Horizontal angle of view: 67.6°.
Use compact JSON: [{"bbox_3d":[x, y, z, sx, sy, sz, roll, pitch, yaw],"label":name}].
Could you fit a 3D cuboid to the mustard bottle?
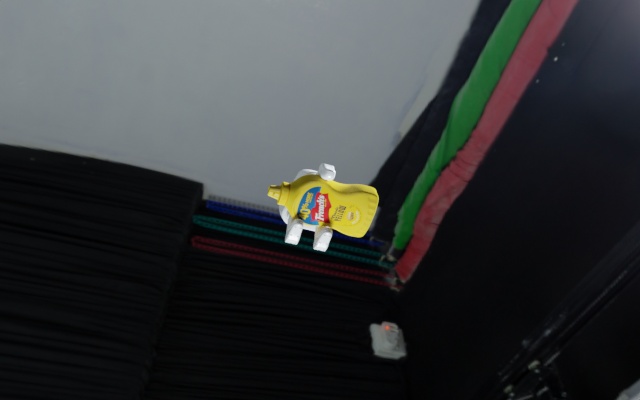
[{"bbox_3d":[0.000,0.003,0.856,0.191,0.096,0.058,13,30,-12],"label":"mustard bottle"}]
